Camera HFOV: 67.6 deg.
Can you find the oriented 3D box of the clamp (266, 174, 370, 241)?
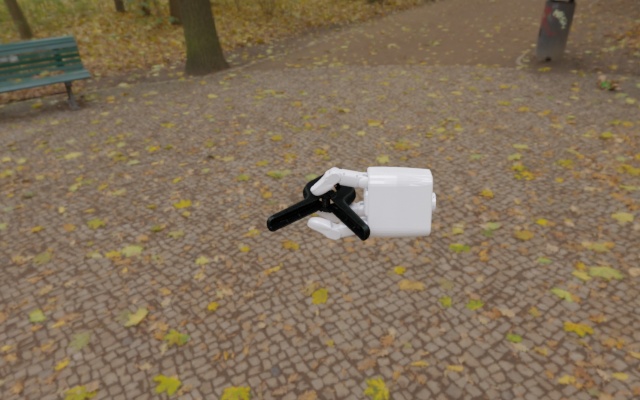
[{"bbox_3d":[0.000,0.002,0.824,0.164,0.036,0.210,3,29,2],"label":"clamp"}]
